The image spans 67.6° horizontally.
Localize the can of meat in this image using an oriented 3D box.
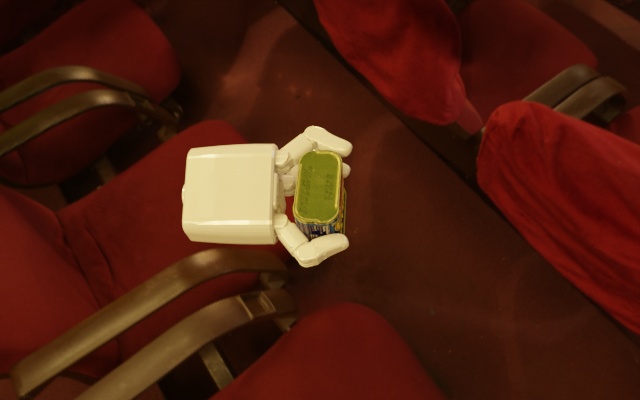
[{"bbox_3d":[0.000,0.002,0.574,0.057,0.102,0.084,1,-29,6],"label":"can of meat"}]
